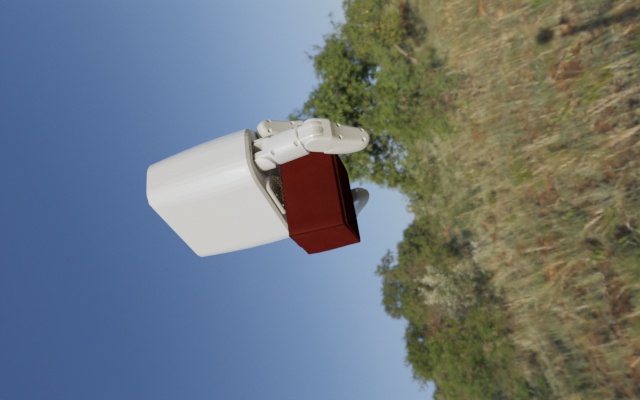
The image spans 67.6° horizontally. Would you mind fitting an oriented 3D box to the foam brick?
[{"bbox_3d":[0.000,0.002,0.427,0.051,0.078,0.053,-16,-28,12],"label":"foam brick"}]
